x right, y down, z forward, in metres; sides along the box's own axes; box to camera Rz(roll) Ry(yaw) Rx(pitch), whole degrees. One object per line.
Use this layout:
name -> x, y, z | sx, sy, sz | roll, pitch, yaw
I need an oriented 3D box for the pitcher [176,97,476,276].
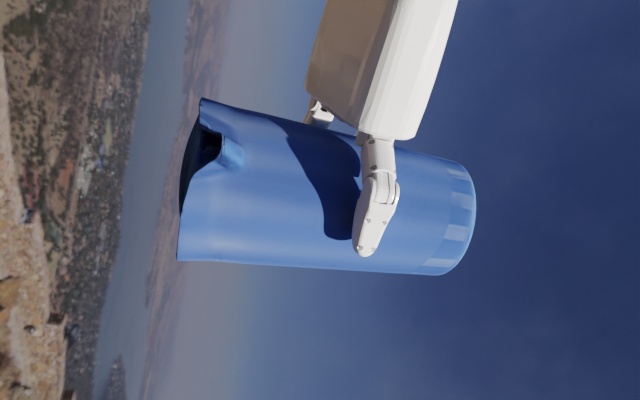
pitcher -> 0.000, 0.001, 0.425 | 0.243, 0.145, 0.149 | 9, 26, -14
